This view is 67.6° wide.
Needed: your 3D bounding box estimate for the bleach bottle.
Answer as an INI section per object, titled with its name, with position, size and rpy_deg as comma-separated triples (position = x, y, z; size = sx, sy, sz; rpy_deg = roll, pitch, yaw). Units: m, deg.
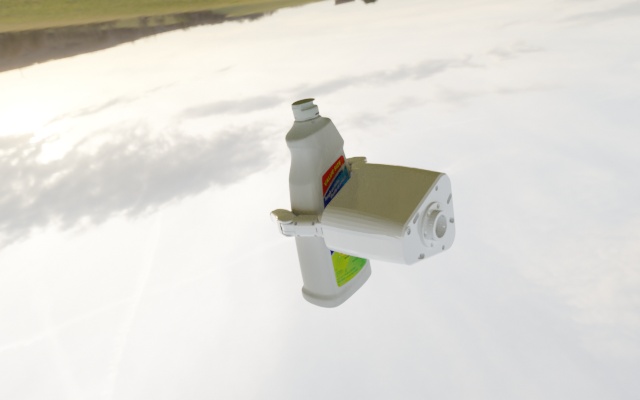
[bleach bottle]
position = 0.000, 0.002, 0.594
size = 0.068, 0.251, 0.102
rpy_deg = 9, 31, 41
